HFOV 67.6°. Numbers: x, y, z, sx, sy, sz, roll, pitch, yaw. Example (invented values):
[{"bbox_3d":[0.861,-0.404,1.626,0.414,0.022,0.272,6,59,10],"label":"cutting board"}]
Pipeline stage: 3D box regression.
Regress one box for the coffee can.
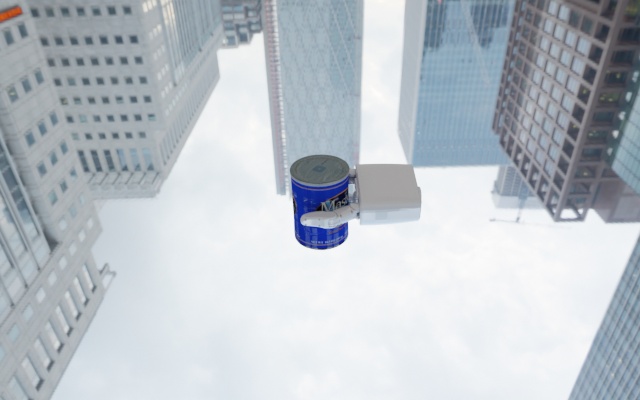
[{"bbox_3d":[0.000,0.003,0.855,0.103,0.140,0.102,-1,33,1],"label":"coffee can"}]
